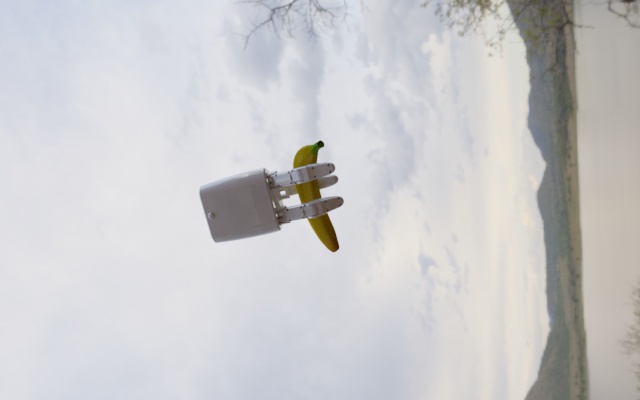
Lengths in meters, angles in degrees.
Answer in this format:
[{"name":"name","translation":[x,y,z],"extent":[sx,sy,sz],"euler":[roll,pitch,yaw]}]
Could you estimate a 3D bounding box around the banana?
[{"name":"banana","translation":[-0.010,-0.007,0.752],"extent":[0.037,0.198,0.069],"euler":[-25,33,-22]}]
